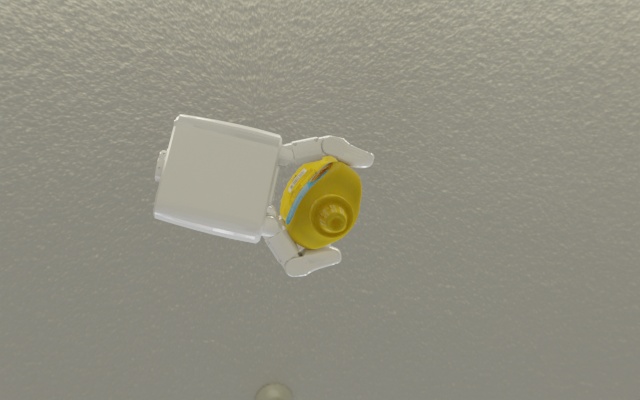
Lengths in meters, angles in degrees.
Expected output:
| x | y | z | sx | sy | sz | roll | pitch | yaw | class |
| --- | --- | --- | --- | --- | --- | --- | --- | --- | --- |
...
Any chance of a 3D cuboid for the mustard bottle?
| x | y | z | sx | sy | sz | roll | pitch | yaw | class |
| --- | --- | --- | --- | --- | --- | --- | --- | --- | --- |
| 0.000 | 0.002 | 0.511 | 0.058 | 0.096 | 0.191 | 38 | 3 | -12 | mustard bottle |
